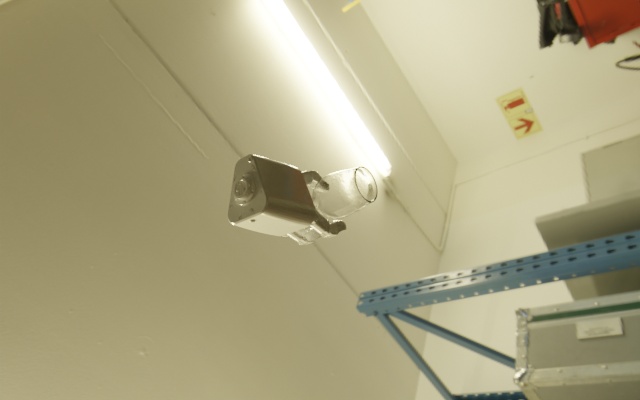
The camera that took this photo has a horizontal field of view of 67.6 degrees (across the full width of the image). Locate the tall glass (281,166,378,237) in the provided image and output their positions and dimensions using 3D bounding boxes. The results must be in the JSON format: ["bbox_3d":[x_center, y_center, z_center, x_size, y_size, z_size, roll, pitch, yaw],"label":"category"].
[{"bbox_3d":[0.000,0.003,0.831,0.201,0.079,0.079,-21,-13,36],"label":"tall glass"}]
